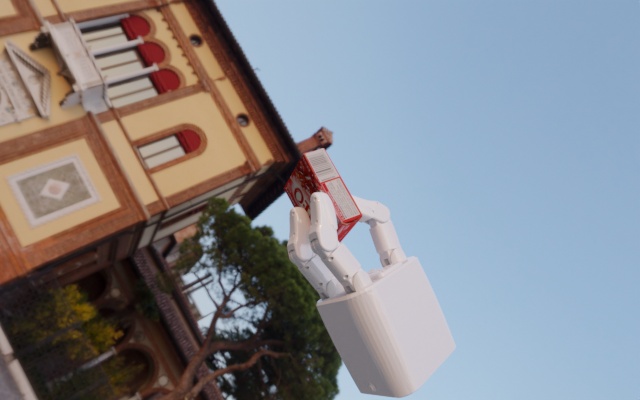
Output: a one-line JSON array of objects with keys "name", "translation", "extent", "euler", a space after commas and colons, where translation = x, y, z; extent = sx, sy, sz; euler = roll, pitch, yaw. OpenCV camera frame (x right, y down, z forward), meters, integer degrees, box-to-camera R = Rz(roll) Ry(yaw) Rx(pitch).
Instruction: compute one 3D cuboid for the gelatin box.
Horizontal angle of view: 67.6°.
[{"name": "gelatin box", "translation": [0.000, 0.001, 0.510], "extent": [0.030, 0.089, 0.073], "euler": [-18, -21, -30]}]
